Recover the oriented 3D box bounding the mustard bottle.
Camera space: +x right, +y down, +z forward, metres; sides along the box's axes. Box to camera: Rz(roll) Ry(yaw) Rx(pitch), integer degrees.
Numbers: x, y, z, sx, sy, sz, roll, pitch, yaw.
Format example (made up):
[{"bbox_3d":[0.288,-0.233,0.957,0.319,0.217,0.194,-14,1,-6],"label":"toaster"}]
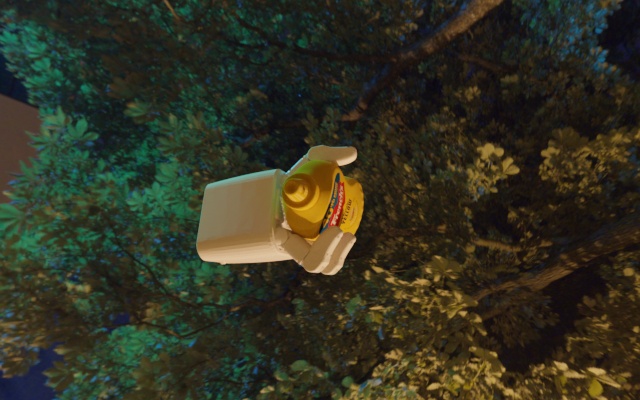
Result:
[{"bbox_3d":[0.001,0.002,0.586,0.058,0.096,0.192,17,-4,22],"label":"mustard bottle"}]
